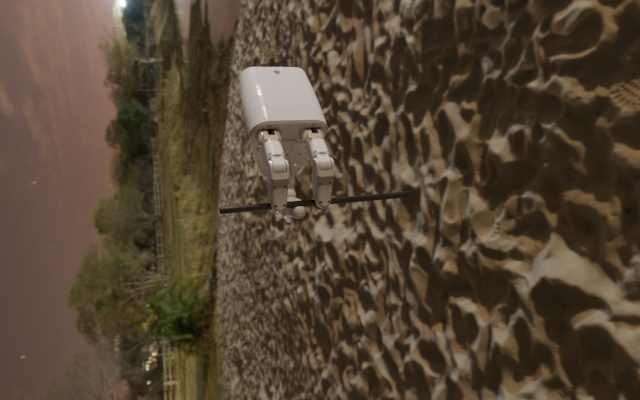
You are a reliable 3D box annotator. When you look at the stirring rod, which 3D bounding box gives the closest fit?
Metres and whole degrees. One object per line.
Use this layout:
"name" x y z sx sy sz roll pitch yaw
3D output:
"stirring rod" 0.000 0.002 0.577 0.239 0.011 0.011 -5 1 -19
